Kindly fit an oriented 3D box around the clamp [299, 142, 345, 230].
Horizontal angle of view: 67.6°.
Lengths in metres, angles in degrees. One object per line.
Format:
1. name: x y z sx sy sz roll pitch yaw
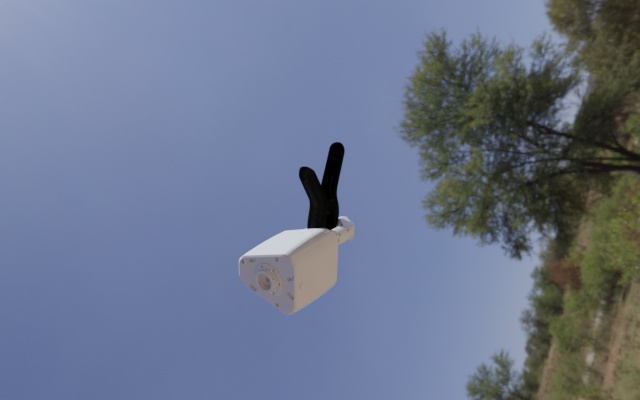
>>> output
1. clamp: 0.000 0.002 0.740 0.039 0.171 0.120 13 22 31
